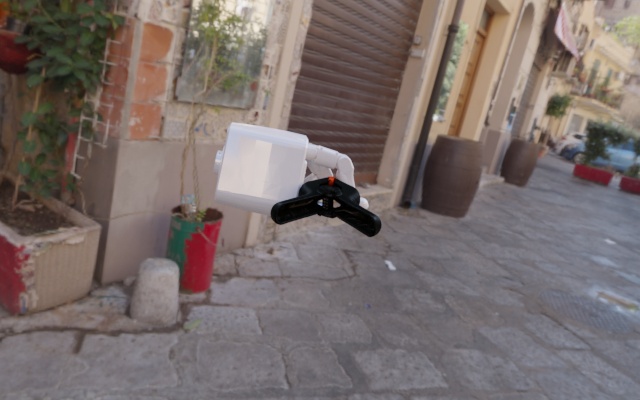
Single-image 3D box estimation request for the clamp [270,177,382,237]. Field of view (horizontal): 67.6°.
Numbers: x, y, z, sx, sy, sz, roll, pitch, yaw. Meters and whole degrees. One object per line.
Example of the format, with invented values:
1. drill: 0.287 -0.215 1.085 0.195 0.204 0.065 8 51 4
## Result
1. clamp: 0.000 0.001 0.582 0.120 0.039 0.171 11 13 -8
